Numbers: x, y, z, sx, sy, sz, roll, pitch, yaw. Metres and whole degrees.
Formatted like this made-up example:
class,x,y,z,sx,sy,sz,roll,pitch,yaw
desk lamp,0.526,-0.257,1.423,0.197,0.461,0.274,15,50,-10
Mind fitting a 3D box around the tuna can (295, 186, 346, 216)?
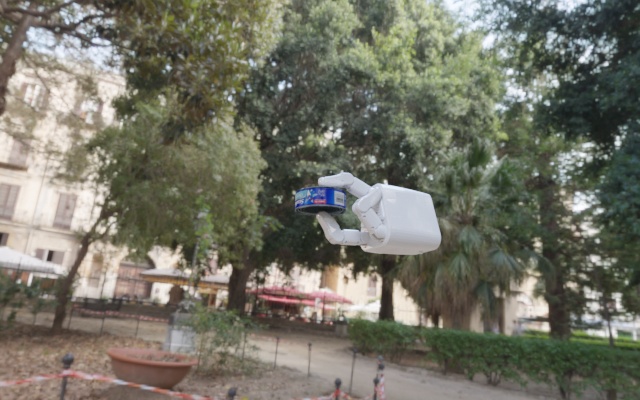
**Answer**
class,x,y,z,sx,sy,sz,roll,pitch,yaw
tuna can,0.000,0.002,0.796,0.086,0.033,0.086,0,-13,0
